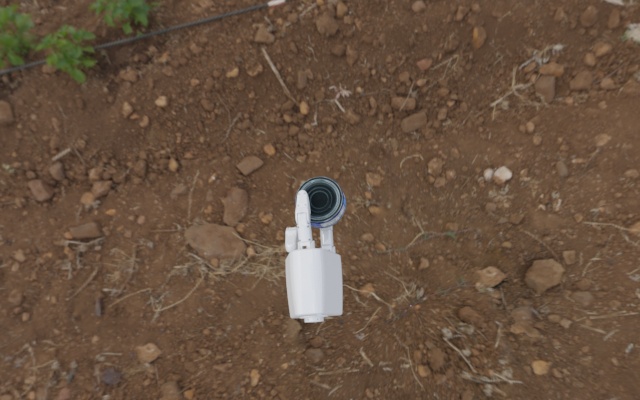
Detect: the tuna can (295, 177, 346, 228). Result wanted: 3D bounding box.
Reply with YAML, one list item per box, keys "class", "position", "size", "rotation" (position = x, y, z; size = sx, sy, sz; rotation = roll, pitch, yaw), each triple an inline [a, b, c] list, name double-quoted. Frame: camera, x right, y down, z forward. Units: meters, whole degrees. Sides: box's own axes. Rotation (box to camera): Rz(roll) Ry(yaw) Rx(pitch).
- class: "tuna can"
  position: [0.000, 0.002, 0.825]
  size: [0.086, 0.086, 0.034]
  rotation: [0, -18, 11]
